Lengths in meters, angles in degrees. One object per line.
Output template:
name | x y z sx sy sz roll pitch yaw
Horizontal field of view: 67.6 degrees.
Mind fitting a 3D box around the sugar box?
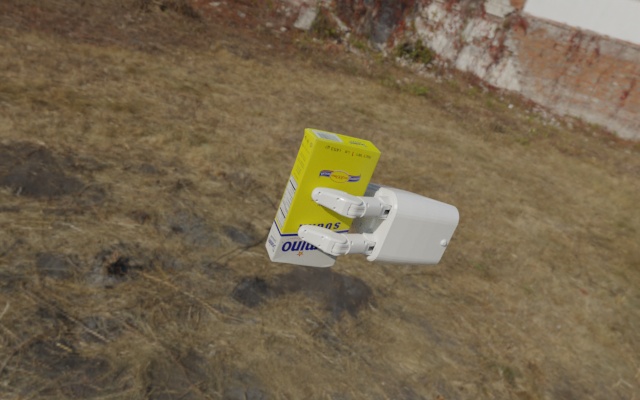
sugar box | 0.000 0.002 0.609 0.093 0.176 0.048 9 24 -24
